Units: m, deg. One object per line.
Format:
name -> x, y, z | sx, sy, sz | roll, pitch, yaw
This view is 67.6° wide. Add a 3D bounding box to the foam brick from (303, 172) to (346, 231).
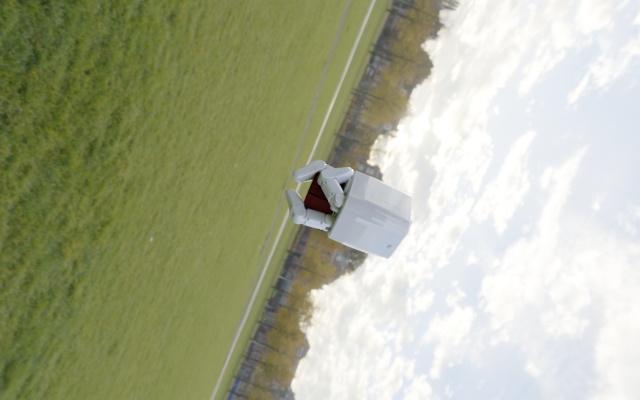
foam brick -> 0.000, 0.003, 0.782 | 0.051, 0.053, 0.078 | 23, -40, -1
